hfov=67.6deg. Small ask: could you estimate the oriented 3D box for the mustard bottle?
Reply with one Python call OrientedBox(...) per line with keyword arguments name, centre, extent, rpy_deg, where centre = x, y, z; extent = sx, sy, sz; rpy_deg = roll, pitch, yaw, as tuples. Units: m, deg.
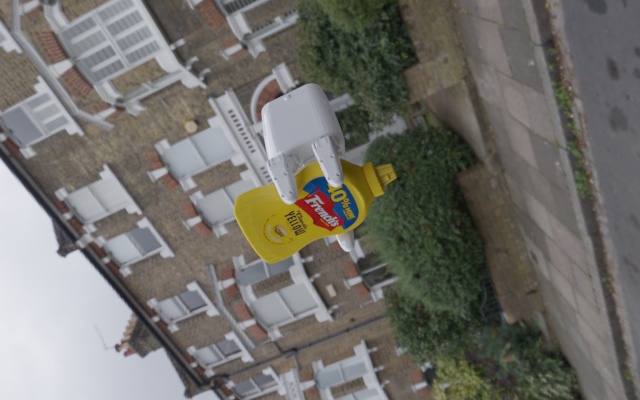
OrientedBox(name="mustard bottle", centre=(0.000, 0.002, 0.576), extent=(0.191, 0.096, 0.058), rpy_deg=(-24, 27, 9))
